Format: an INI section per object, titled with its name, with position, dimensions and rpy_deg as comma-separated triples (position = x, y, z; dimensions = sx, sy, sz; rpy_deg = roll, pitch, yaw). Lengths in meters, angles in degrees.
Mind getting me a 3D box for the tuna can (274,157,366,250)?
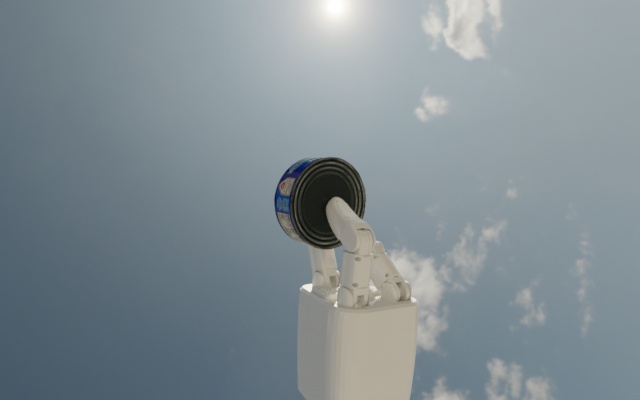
[tuna can]
position = 0.000, 0.001, 0.452
dimensions = 0.086, 0.086, 0.034
rpy_deg = 0, 5, -36
